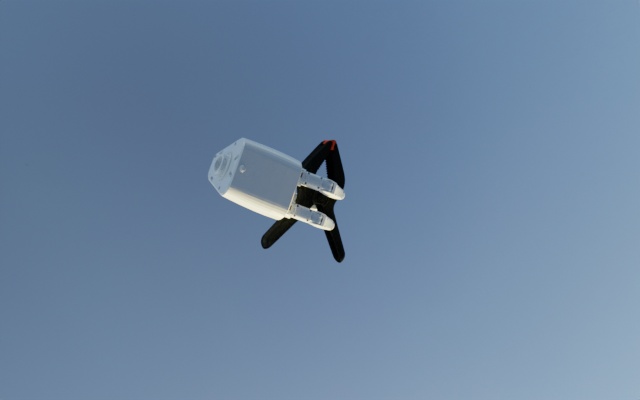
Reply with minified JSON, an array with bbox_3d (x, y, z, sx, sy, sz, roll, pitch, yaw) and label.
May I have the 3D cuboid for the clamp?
[{"bbox_3d":[0.000,0.002,0.813,0.164,0.210,0.036,23,-8,-34],"label":"clamp"}]
